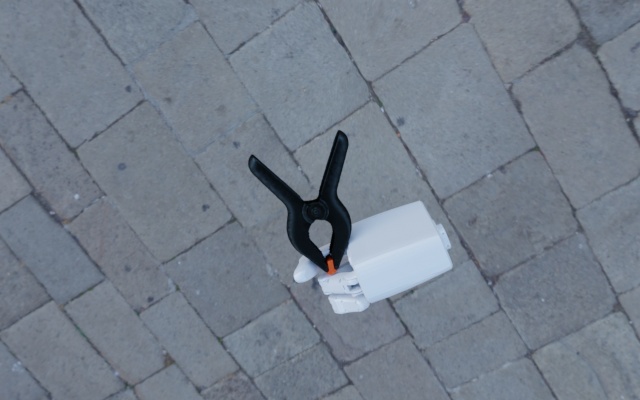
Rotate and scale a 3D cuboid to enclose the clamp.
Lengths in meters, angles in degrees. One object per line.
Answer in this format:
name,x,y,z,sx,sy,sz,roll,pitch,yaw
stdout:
clamp,0.000,0.002,0.574,0.120,0.171,0.039,-23,14,5
